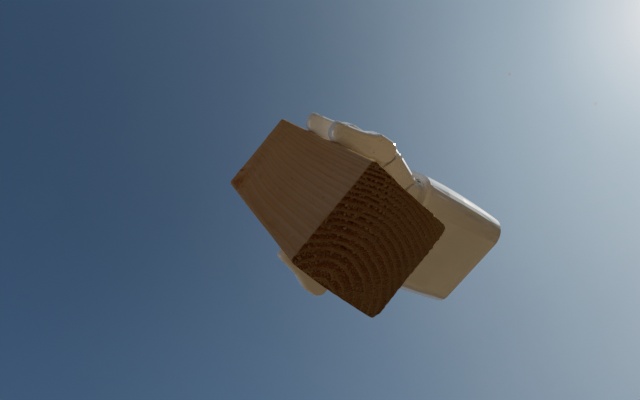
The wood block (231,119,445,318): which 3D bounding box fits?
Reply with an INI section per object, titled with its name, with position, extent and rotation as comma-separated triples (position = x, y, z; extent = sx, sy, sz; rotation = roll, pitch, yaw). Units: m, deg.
[wood block]
position = 0.000, 0.002, 0.427
extent = 0.090, 0.091, 0.206
rotation = 39, 0, -27
